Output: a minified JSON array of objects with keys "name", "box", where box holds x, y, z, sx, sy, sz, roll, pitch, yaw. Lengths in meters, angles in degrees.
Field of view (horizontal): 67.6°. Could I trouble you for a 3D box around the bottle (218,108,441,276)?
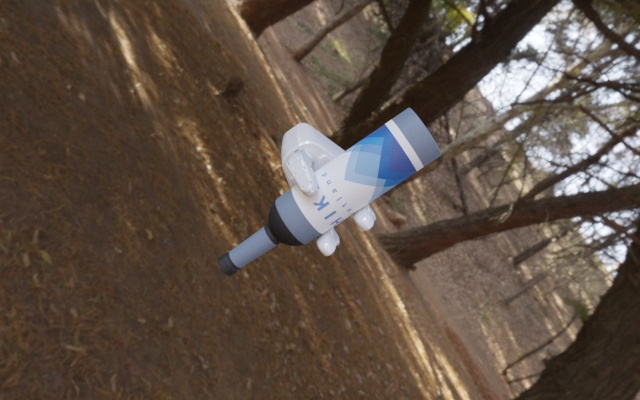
[{"name":"bottle","box":[0.000,0.002,0.573,0.296,0.069,0.069,-34,-6,9]}]
